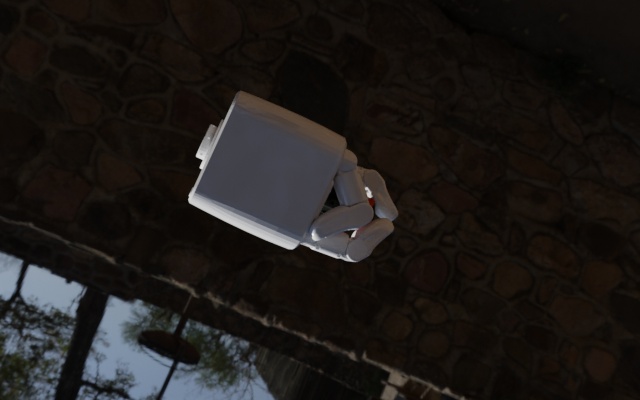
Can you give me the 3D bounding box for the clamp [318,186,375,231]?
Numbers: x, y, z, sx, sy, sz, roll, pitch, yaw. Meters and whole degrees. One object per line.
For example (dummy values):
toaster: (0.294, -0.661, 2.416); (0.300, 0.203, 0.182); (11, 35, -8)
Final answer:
clamp: (0.000, 0.002, 0.534); (0.120, 0.039, 0.171); (24, -11, -14)
